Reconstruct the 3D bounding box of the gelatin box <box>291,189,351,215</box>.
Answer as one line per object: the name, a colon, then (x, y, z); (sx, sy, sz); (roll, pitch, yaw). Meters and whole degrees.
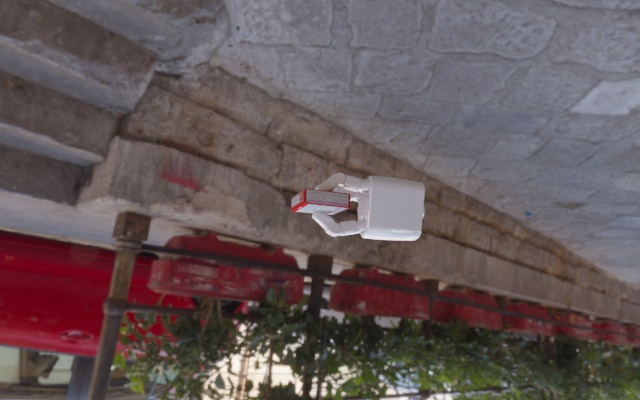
gelatin box: (0.000, 0.003, 0.866); (0.089, 0.030, 0.073); (5, -13, -22)
